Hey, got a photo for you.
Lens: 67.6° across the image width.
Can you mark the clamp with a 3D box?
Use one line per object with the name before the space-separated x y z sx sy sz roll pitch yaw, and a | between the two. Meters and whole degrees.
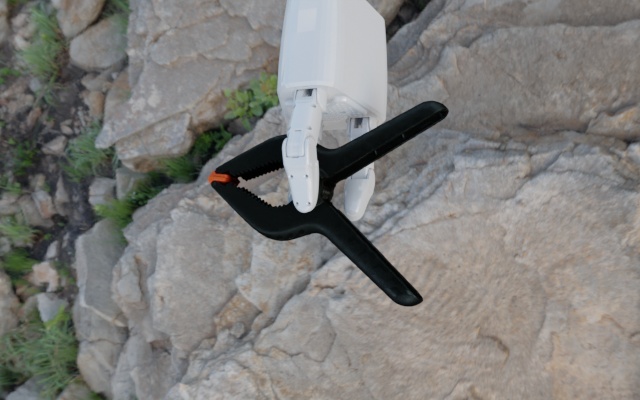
clamp | -0.001 0.001 0.406 0.210 0.164 0.036 0 -11 19
